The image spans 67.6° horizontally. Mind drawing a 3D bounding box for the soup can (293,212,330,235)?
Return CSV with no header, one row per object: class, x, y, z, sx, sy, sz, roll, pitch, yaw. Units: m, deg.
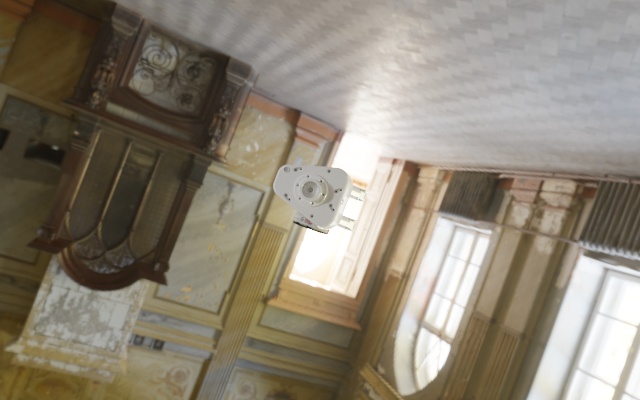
soup can,0.000,0.003,0.839,0.068,0.102,0.068,21,-1,0
